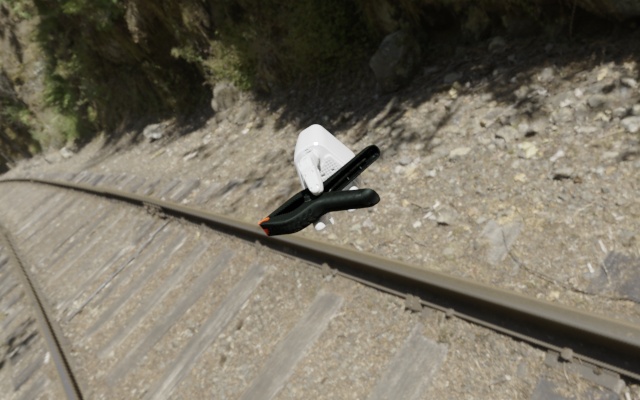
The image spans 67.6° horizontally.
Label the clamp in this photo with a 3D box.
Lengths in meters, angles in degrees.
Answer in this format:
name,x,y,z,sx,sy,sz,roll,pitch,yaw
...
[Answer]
name,x,y,z,sx,sy,sz,roll,pitch,yaw
clamp,-0.001,0.002,0.688,0.210,0.036,0.164,-30,20,14
